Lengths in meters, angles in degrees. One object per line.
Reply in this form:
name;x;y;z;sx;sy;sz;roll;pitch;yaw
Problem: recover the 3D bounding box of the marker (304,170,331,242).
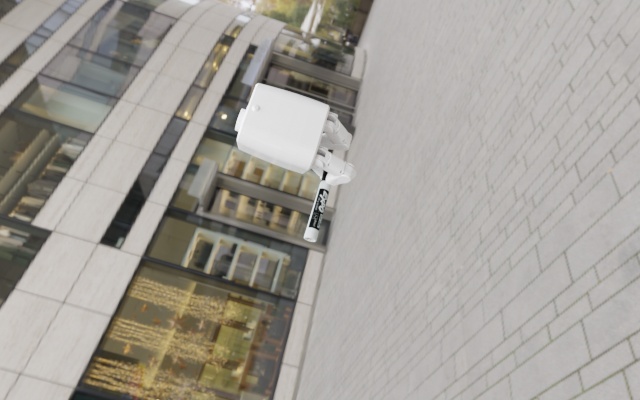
marker;0.000;0.002;0.708;0.020;0.121;0.020;14;-21;5
